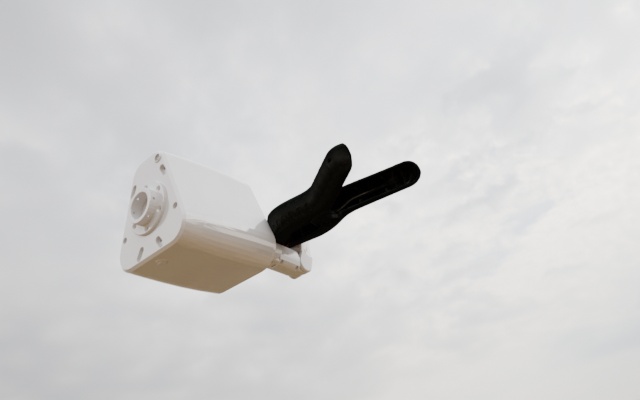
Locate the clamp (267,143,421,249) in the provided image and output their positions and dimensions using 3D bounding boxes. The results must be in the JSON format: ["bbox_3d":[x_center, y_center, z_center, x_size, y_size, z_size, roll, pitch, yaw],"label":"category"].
[{"bbox_3d":[0.000,0.001,0.450,0.171,0.039,0.120,-34,-32,25],"label":"clamp"}]
